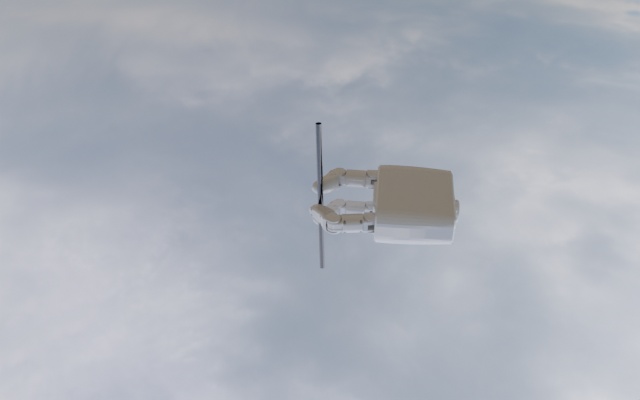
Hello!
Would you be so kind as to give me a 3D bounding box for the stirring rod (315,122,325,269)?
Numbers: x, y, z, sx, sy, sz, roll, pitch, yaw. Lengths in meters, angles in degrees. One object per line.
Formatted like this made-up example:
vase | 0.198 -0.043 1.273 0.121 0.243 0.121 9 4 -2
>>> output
stirring rod | 0.000 0.002 0.678 0.011 0.240 0.011 -1 33 1
